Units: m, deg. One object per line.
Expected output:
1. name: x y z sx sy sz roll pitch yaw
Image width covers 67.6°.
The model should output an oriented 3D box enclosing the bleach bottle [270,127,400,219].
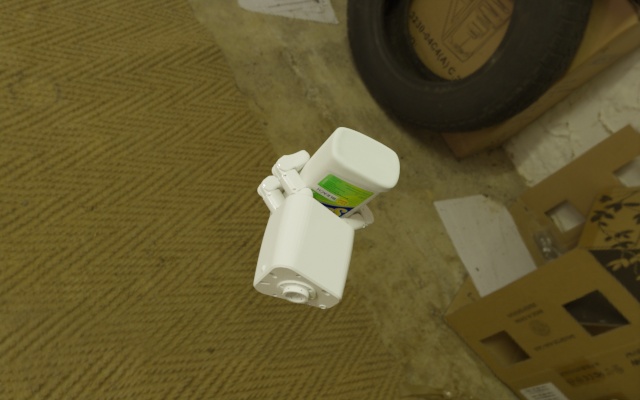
1. bleach bottle: 0.000 0.002 0.683 0.102 0.068 0.251 25 -38 -16
